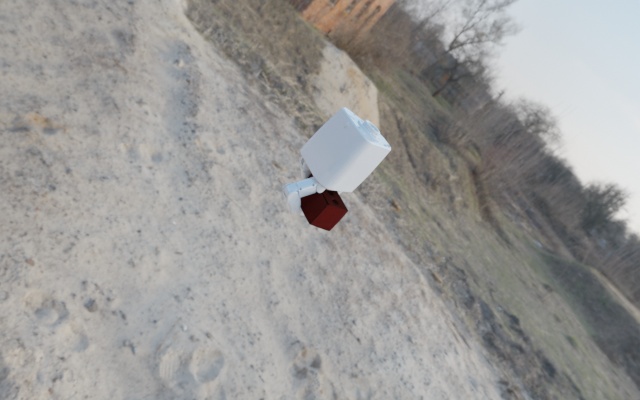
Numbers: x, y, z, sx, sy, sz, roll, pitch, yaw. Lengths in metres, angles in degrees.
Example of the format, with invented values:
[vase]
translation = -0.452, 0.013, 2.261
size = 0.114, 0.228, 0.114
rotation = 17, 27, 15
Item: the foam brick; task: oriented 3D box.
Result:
[foam brick]
translation = 0.000, 0.003, 0.809
size = 0.053, 0.078, 0.051
rotation = 20, -58, -46
